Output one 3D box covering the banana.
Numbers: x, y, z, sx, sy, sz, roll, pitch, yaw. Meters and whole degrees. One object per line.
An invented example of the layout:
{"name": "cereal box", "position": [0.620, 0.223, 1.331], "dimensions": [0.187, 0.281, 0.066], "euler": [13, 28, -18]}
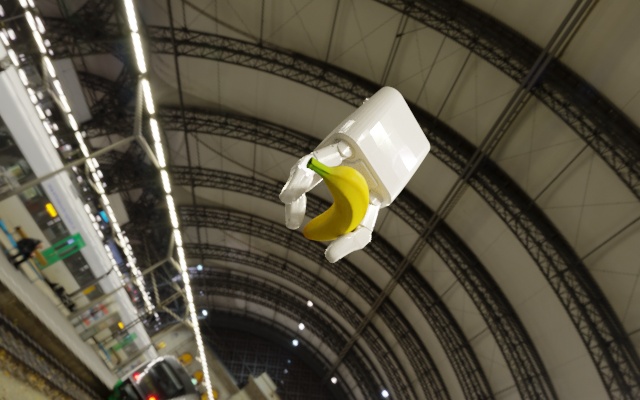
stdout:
{"name": "banana", "position": [0.017, 0.008, 0.539], "dimensions": [0.069, 0.037, 0.198], "euler": [23, -25, 7]}
